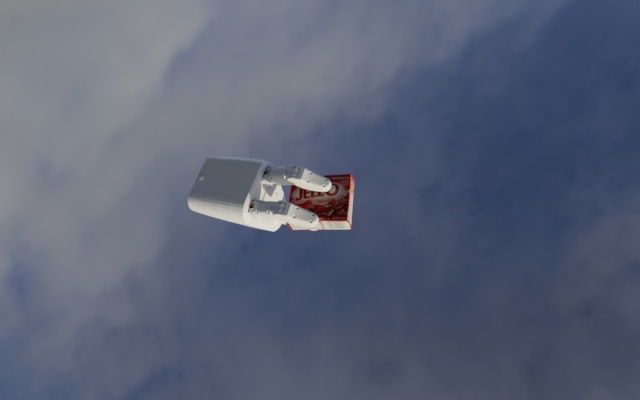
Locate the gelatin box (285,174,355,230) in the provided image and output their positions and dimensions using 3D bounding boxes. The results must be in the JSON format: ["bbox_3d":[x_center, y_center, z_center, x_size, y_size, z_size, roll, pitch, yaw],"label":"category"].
[{"bbox_3d":[0.001,0.002,0.665,0.089,0.073,0.030,-1,-28,16],"label":"gelatin box"}]
